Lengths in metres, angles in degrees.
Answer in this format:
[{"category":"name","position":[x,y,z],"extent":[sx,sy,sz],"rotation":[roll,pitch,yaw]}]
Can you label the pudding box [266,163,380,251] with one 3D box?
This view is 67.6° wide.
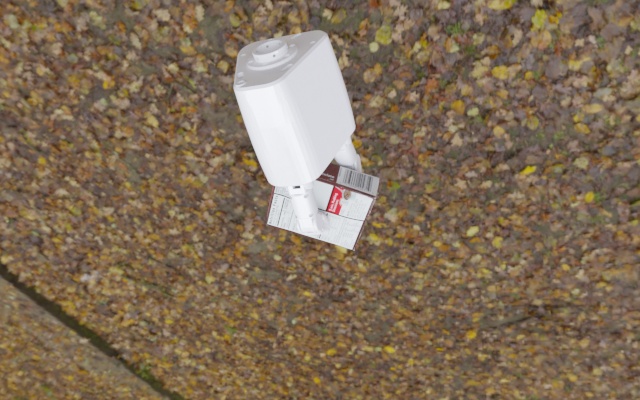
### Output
[{"category":"pudding box","position":[0.000,0.002,0.541],"extent":[0.113,0.090,0.039],"rotation":[18,42,0]}]
